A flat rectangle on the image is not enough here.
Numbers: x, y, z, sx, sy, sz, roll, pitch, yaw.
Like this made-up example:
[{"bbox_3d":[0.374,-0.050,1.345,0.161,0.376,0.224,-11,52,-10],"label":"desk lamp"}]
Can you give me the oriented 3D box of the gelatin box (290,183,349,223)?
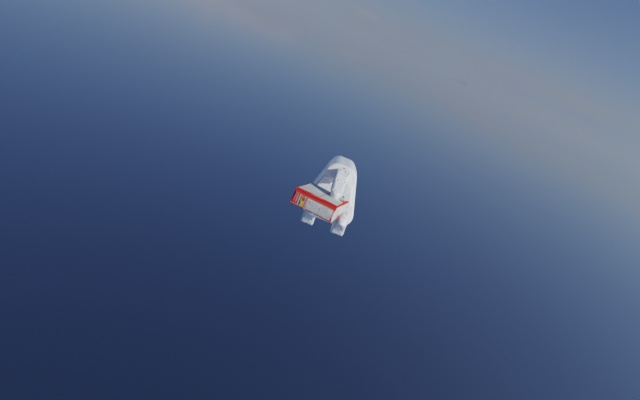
[{"bbox_3d":[0.000,0.002,0.774,0.073,0.030,0.089,27,12,11],"label":"gelatin box"}]
